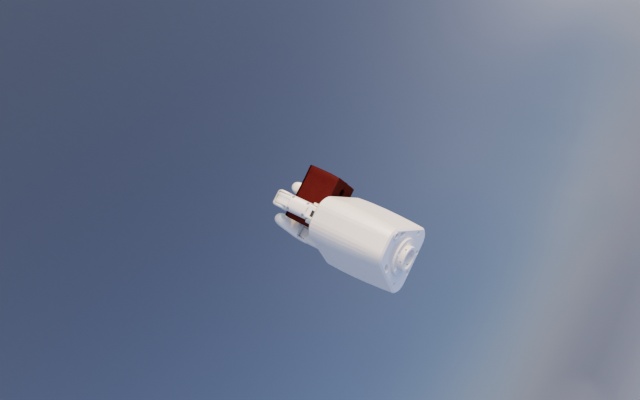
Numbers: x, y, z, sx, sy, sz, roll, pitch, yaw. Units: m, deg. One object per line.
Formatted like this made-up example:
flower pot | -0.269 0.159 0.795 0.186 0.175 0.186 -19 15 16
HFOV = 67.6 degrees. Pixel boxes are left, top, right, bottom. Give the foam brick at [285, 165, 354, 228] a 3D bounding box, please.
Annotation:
foam brick | 0.000 0.002 0.645 0.051 0.078 0.053 24 -5 31
